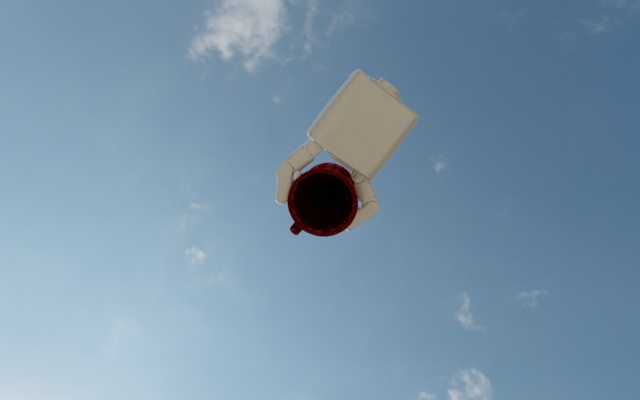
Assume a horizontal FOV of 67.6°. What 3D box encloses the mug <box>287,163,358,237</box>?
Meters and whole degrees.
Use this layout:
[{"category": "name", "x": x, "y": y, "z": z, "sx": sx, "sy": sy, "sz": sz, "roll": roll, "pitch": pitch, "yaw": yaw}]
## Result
[{"category": "mug", "x": -0.001, "y": 0.003, "z": 0.664, "sx": 0.093, "sy": 0.117, "sz": 0.081, "roll": 39, "pitch": 16, "yaw": -4}]
